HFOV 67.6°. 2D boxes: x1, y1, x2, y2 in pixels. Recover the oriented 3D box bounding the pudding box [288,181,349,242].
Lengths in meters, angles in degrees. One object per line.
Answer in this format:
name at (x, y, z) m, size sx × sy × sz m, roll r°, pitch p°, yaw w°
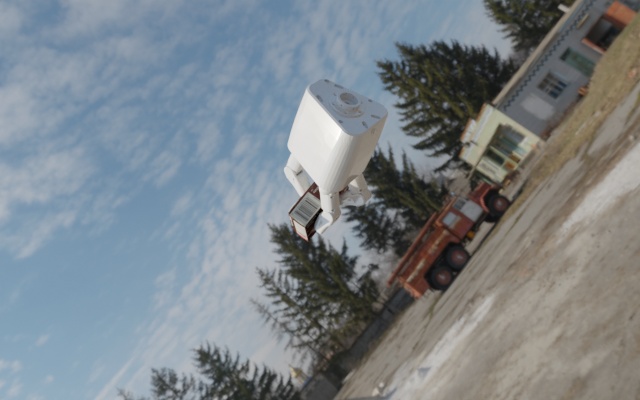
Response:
pudding box at (0.000, 0.002, 0.750) m, size 0.039 × 0.113 × 0.090 m, roll 38°, pitch -13°, yaw 14°
